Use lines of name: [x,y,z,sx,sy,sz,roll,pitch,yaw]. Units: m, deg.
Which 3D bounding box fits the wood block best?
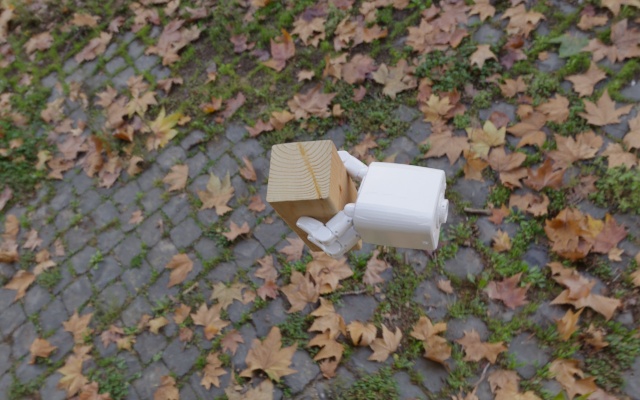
wood block: [0.000,0.002,0.728,0.090,0.090,0.206,-4,-26,16]
